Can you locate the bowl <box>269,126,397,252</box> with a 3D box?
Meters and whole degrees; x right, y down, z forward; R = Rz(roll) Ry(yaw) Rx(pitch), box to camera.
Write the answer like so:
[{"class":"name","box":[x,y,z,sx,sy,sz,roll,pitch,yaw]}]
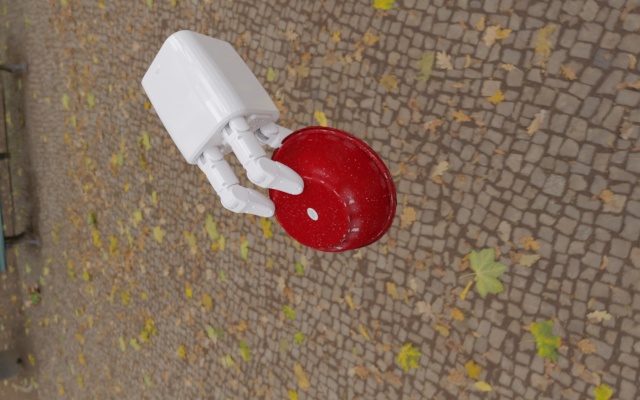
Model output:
[{"class":"bowl","box":[0.001,0.003,0.534,0.162,0.162,0.055,0,29,28]}]
